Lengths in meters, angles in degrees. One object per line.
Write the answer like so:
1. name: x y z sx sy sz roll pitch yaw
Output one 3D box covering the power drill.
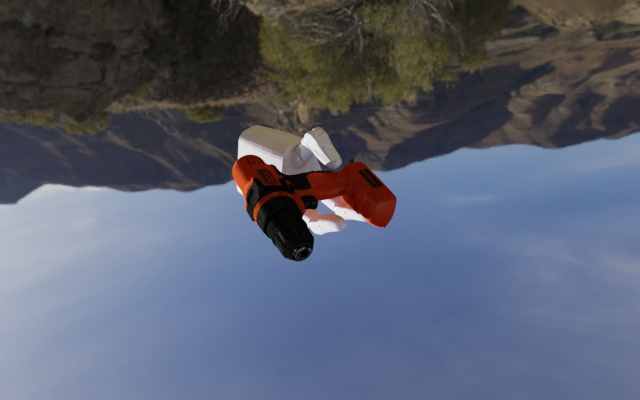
1. power drill: 0.000 0.002 0.598 0.187 0.057 0.184 -1 37 -32
